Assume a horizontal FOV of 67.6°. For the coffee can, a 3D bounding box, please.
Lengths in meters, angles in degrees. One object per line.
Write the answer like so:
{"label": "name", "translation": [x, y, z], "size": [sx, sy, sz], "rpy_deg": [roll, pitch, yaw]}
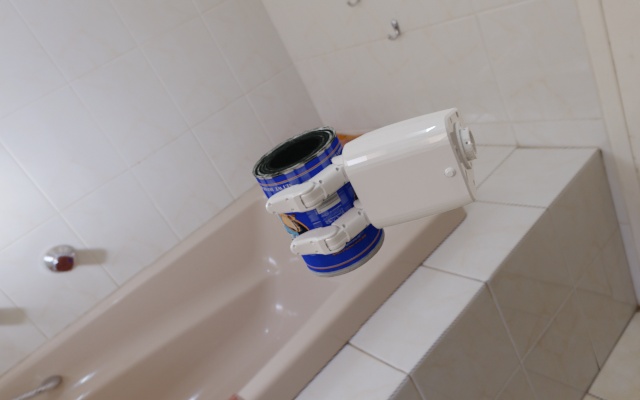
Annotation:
{"label": "coffee can", "translation": [0.000, 0.002, 0.547], "size": [0.103, 0.140, 0.102], "rpy_deg": [-23, 24, 11]}
